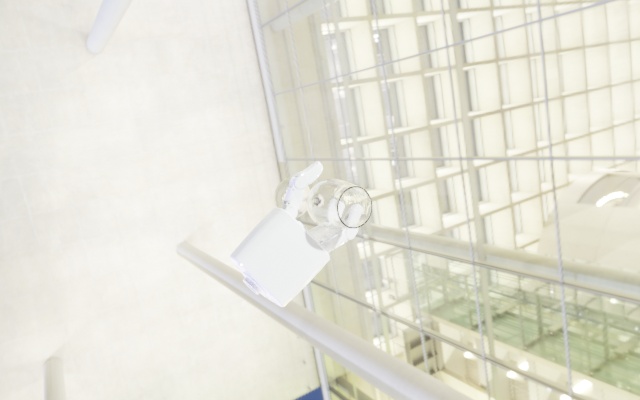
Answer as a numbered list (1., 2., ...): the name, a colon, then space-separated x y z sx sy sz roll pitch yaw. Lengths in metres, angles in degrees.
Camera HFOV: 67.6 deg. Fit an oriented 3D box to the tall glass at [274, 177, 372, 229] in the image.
1. tall glass: 0.000 0.002 0.771 0.079 0.079 0.201 0 4 -30
